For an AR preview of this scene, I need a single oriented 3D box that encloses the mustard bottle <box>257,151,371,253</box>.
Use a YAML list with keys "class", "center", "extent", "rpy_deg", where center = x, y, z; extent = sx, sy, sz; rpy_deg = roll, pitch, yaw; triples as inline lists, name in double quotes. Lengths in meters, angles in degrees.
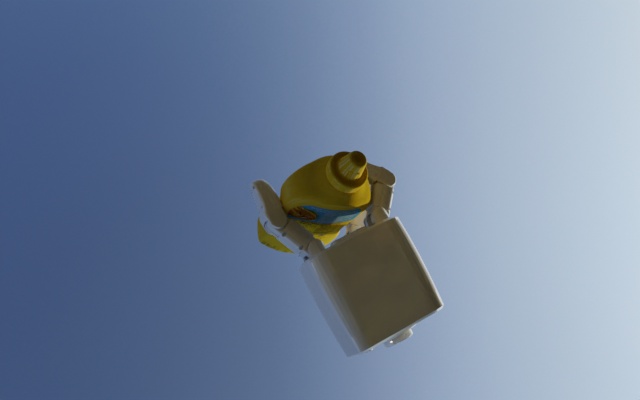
- class: "mustard bottle"
  center: [0.000, 0.001, 0.520]
  extent: [0.096, 0.058, 0.192]
  rpy_deg: [5, -26, -22]
